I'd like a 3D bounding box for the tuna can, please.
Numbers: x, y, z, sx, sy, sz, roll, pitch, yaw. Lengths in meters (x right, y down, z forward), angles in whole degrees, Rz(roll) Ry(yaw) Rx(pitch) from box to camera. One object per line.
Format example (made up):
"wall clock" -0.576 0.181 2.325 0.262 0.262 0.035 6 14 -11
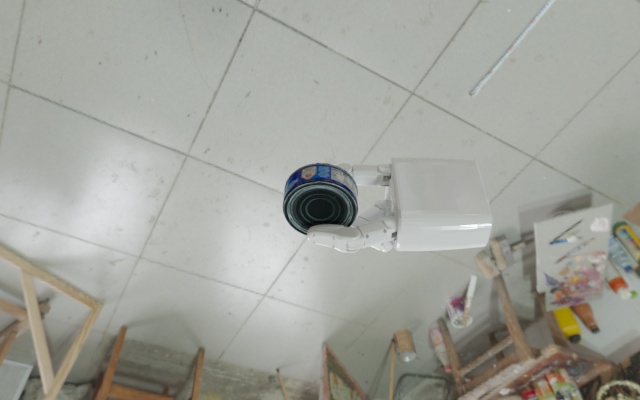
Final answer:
"tuna can" 0.000 0.002 0.541 0.086 0.086 0.033 0 39 2
